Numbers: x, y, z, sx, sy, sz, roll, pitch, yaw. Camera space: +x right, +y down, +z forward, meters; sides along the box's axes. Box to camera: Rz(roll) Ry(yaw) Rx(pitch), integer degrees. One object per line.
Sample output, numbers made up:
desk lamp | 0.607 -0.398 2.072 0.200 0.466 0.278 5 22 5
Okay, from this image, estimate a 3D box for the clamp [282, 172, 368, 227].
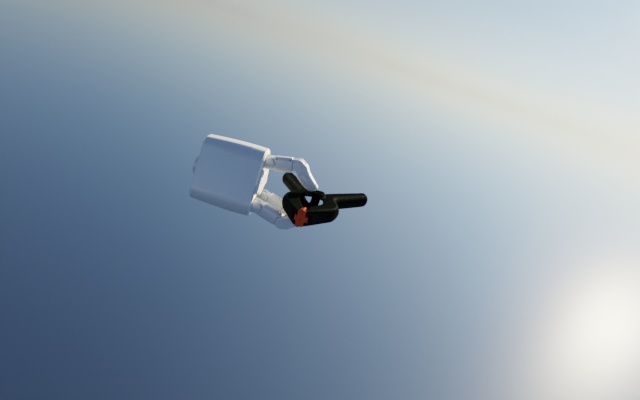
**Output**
clamp | 0.000 0.002 0.812 0.164 0.036 0.210 14 18 1
